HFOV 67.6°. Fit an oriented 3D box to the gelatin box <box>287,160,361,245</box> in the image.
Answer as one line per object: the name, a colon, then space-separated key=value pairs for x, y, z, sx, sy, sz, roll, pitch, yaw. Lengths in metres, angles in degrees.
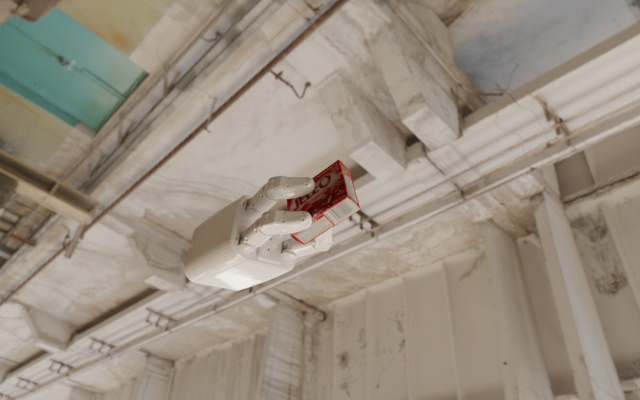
gelatin box: x=0.001 y=0.002 z=0.583 sx=0.089 sy=0.073 sz=0.030 roll=-33 pitch=-53 yaw=19
